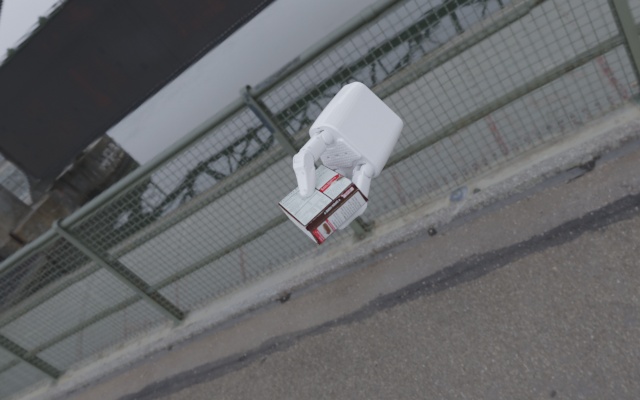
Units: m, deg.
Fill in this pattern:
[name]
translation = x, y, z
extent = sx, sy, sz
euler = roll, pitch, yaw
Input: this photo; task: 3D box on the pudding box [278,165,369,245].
[pudding box]
translation = 0.000, 0.002, 0.654
extent = 0.090, 0.039, 0.113
euler = -43, 26, -6
